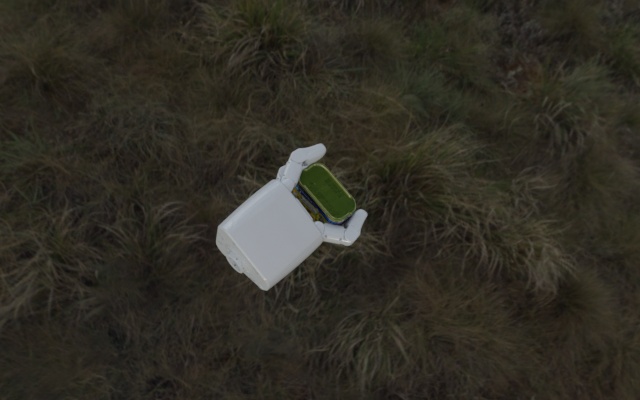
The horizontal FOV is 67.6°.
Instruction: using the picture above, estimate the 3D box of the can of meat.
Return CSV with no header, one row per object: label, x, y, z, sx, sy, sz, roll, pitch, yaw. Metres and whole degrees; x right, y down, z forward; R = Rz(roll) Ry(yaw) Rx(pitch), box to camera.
can of meat,0.000,0.002,0.727,0.057,0.102,0.084,-37,-9,-26
